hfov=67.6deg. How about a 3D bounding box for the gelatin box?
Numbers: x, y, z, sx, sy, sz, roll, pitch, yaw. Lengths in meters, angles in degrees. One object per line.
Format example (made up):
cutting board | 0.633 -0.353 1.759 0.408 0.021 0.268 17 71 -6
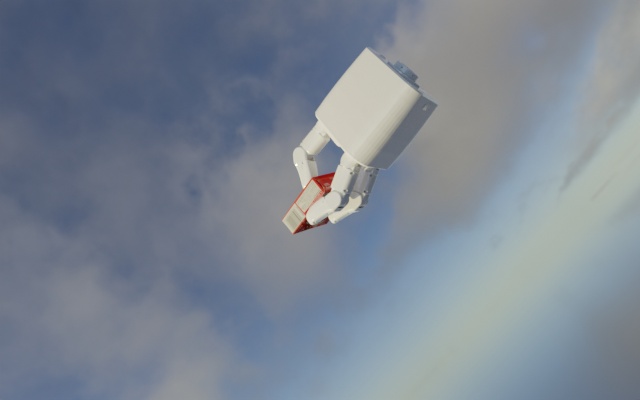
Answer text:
gelatin box | 0.000 0.002 0.640 0.073 0.030 0.089 -15 -31 -49
